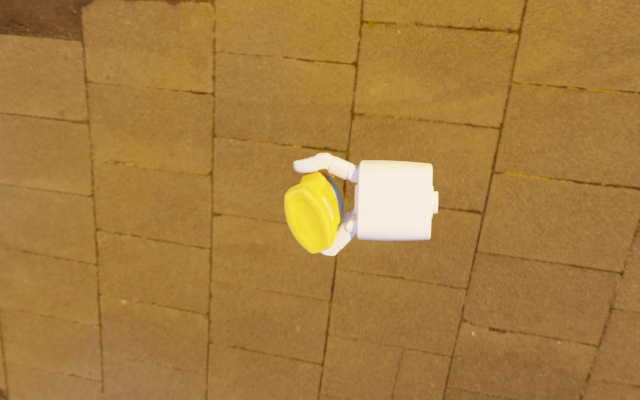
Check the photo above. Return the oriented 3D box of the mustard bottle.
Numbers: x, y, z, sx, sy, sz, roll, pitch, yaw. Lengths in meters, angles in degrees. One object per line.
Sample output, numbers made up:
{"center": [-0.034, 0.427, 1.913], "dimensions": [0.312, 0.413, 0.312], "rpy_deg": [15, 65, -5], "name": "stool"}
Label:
{"center": [0.000, 0.003, 0.729], "dimensions": [0.058, 0.096, 0.191], "rpy_deg": [-23, 11, 17], "name": "mustard bottle"}
